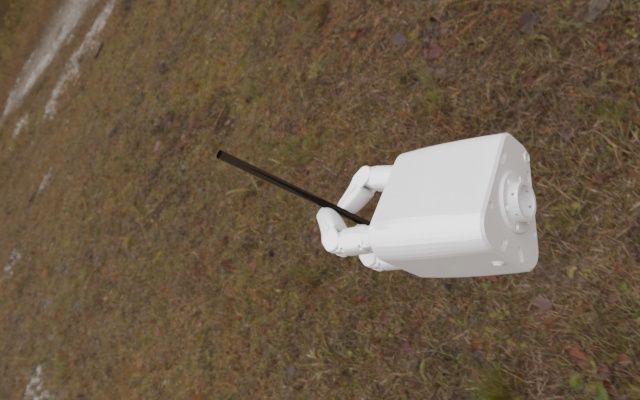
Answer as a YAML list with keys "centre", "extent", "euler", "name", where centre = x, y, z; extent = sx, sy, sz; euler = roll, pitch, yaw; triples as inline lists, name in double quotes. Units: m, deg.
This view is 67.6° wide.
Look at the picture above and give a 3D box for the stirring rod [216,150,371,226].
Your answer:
- centre: [0.000, 0.002, 0.480]
  extent: [0.239, 0.011, 0.011]
  euler: [25, -16, -37]
  name: "stirring rod"
